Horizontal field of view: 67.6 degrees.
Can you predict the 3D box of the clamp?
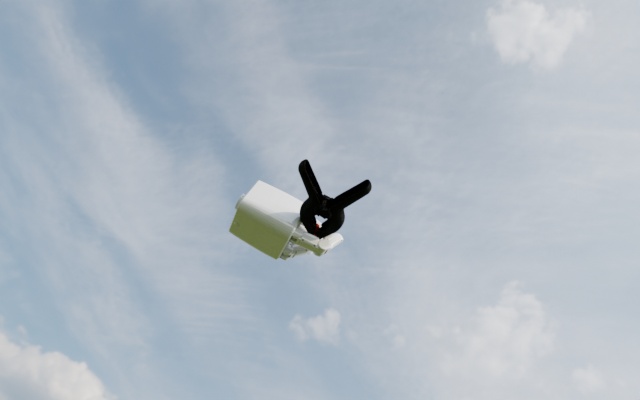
[{"bbox_3d":[0.000,0.002,0.806,0.120,0.172,0.039,29,43,-2],"label":"clamp"}]
